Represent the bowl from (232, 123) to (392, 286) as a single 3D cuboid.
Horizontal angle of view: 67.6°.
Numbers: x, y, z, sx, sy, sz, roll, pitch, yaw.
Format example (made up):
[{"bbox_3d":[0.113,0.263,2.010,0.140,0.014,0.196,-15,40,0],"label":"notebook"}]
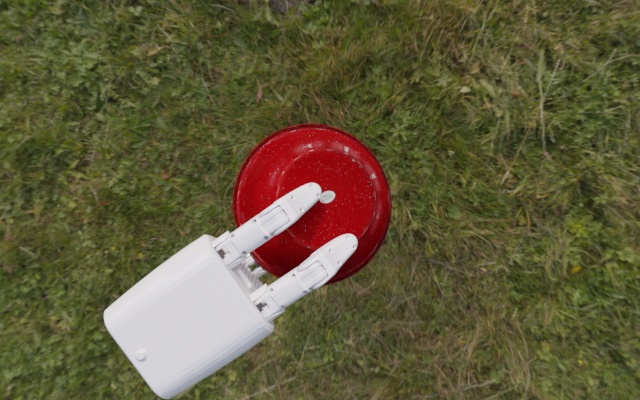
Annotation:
[{"bbox_3d":[0.001,0.000,0.449,0.162,0.162,0.055,0,-4,-13],"label":"bowl"}]
